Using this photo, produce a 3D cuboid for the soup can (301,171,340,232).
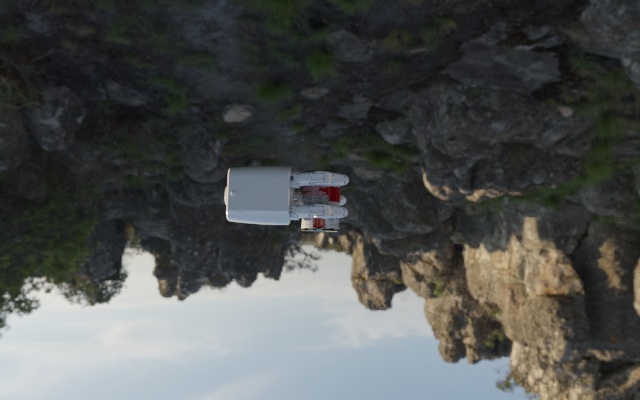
[{"bbox_3d":[0.001,0.003,0.835,0.068,0.102,0.068,1,-5,0],"label":"soup can"}]
